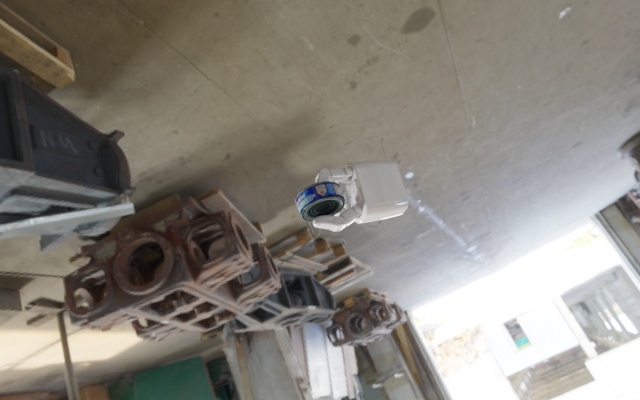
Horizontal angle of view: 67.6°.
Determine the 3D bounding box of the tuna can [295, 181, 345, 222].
[{"bbox_3d":[0.000,0.003,0.855,0.086,0.033,0.086,-16,-27,-8],"label":"tuna can"}]
